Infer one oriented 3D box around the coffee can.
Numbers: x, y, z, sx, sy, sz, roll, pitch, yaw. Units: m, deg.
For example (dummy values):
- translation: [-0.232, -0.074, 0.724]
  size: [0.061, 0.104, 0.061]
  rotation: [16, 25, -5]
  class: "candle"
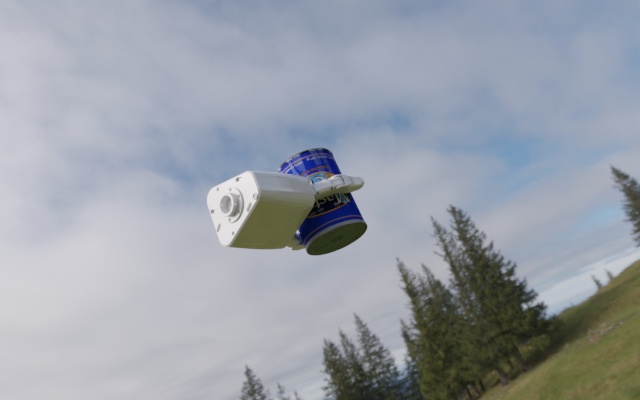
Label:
- translation: [0.000, 0.003, 0.763]
  size: [0.103, 0.140, 0.103]
  rotation: [-20, -24, -9]
  class: "coffee can"
